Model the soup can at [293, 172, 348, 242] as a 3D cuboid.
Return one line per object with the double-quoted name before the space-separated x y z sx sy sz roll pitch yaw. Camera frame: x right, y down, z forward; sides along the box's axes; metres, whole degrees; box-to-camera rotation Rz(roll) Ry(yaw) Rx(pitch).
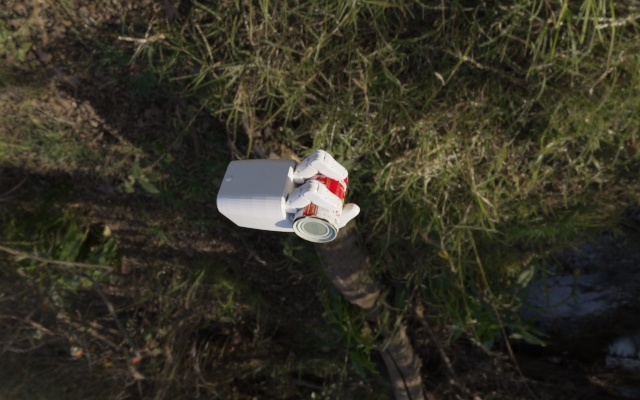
"soup can" 0.001 0.003 0.713 0.068 0.102 0.069 8 -34 6
